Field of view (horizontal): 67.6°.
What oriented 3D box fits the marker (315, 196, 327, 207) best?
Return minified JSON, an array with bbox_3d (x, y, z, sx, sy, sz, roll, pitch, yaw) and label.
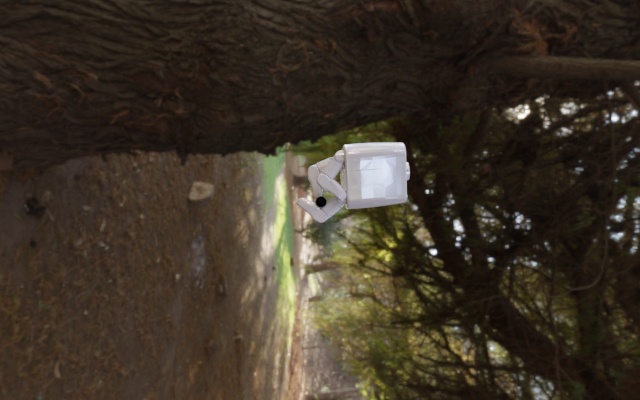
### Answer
[{"bbox_3d":[0.000,0.003,0.884,0.020,0.020,0.121,0,-1,-1],"label":"marker"}]
